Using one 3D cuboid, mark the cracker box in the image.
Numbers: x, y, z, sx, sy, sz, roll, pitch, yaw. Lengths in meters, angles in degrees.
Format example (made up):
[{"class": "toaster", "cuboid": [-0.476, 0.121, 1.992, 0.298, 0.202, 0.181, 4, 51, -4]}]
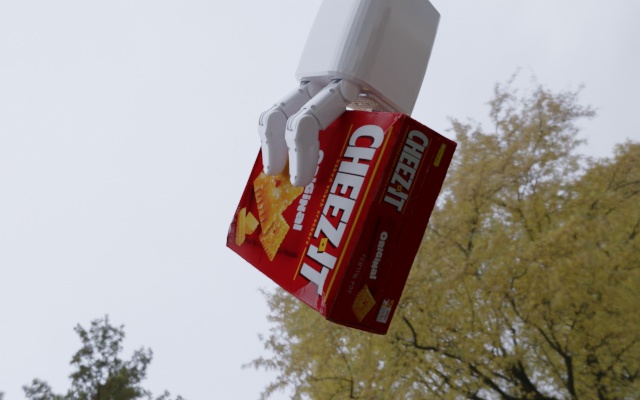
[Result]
[{"class": "cracker box", "cuboid": [0.000, 0.001, 0.444, 0.072, 0.164, 0.213, 21, -1, -33]}]
